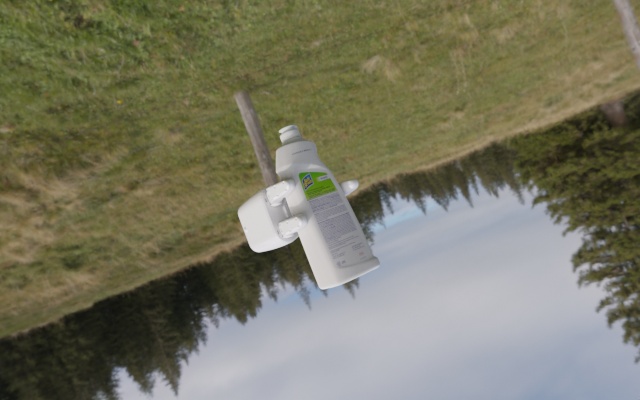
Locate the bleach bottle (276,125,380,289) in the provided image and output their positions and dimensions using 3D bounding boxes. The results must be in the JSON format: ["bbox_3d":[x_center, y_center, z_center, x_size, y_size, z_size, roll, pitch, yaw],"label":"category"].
[{"bbox_3d":[0.000,0.002,0.738,0.102,0.251,0.068,-18,-5,-36],"label":"bleach bottle"}]
